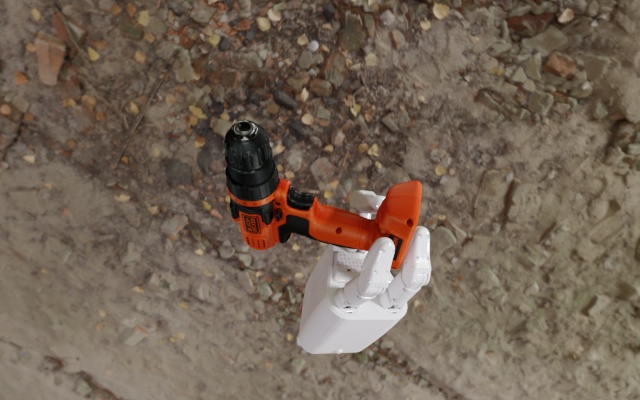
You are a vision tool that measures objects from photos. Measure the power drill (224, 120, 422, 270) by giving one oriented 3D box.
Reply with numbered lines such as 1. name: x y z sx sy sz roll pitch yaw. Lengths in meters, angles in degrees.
1. power drill: 0.001 0.002 0.474 0.187 0.057 0.185 12 -33 7
